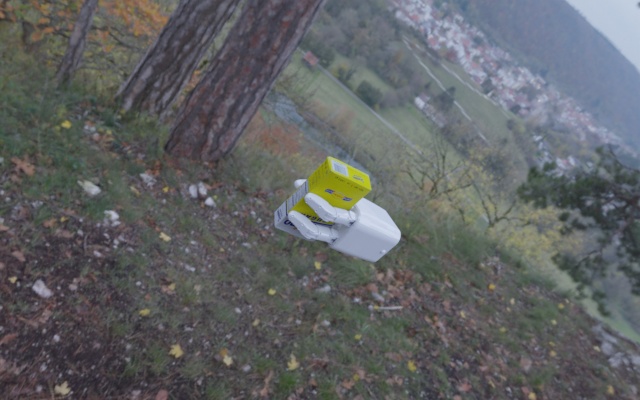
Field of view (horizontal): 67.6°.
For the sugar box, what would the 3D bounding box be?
[{"bbox_3d":[0.000,0.003,0.872,0.093,0.048,0.176,24,-52,-28],"label":"sugar box"}]
